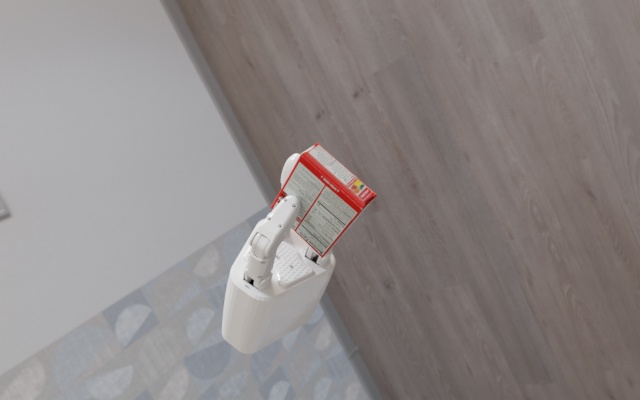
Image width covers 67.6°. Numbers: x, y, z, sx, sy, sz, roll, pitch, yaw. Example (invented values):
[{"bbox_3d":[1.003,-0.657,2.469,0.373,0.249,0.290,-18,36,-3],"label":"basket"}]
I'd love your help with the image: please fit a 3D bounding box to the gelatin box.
[{"bbox_3d":[0.000,0.001,0.449,0.030,0.073,0.089,-41,-10,-43],"label":"gelatin box"}]
